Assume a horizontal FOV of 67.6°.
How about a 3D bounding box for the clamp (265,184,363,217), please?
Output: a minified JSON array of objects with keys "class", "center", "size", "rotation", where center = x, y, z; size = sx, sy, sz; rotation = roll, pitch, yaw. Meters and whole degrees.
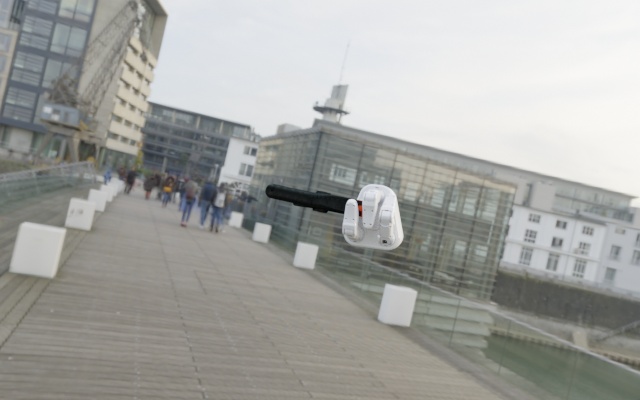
[{"class":"clamp","center":[0.000,0.002,0.839],"size":[0.171,0.039,0.120],"rotation":[13,2,15]}]
